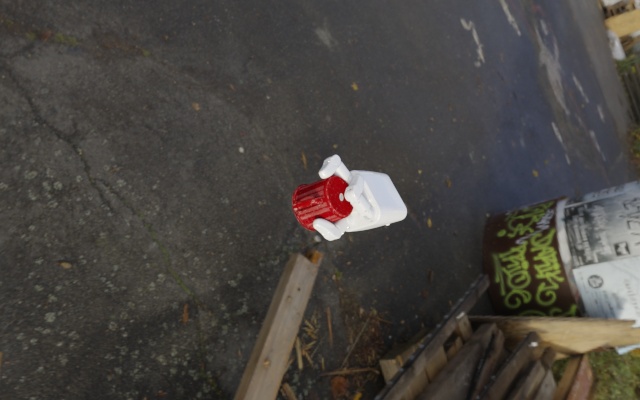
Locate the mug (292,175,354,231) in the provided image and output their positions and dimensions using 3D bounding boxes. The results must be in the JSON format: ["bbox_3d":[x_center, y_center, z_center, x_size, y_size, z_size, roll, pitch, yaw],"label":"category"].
[{"bbox_3d":[-0.001,0.003,0.878,0.081,0.093,0.117,-20,-11,39],"label":"mug"}]
